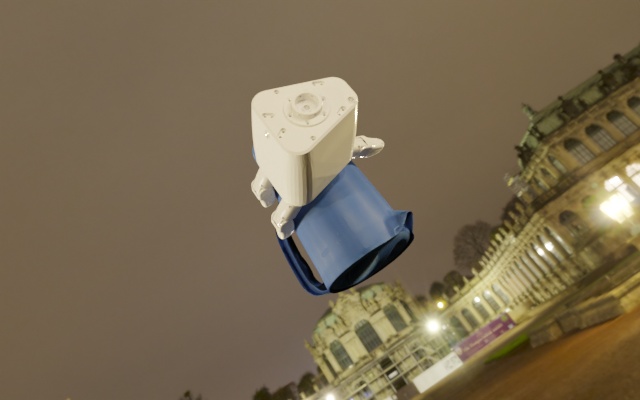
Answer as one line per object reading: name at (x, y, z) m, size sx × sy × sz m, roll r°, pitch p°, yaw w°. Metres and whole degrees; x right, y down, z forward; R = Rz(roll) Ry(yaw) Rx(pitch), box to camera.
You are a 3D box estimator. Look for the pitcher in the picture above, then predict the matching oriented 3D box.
pitcher at (0.000, 0.002, 0.662) m, size 0.149 × 0.242 × 0.145 m, roll -28°, pitch -23°, yaw -16°
